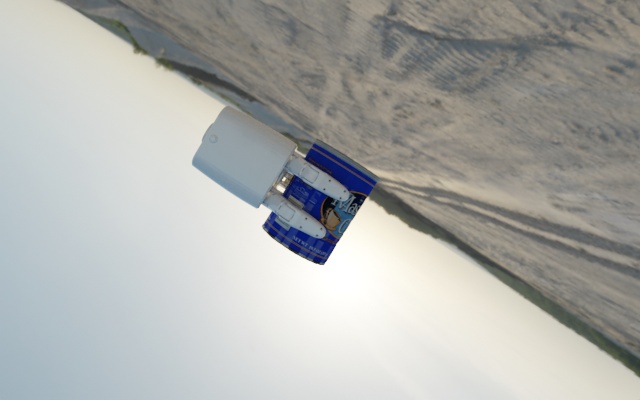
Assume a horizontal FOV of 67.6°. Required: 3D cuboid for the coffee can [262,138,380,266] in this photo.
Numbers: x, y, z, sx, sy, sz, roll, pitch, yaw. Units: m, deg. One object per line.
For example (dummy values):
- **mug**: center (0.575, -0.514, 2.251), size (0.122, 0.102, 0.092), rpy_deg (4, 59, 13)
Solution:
- **coffee can**: center (0.000, 0.002, 0.649), size (0.103, 0.140, 0.103), rpy_deg (32, 4, -2)
